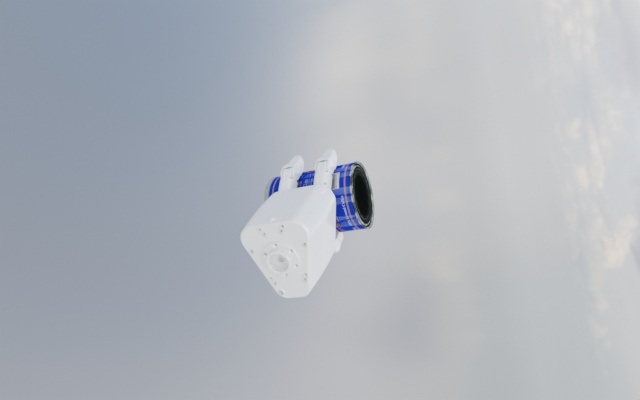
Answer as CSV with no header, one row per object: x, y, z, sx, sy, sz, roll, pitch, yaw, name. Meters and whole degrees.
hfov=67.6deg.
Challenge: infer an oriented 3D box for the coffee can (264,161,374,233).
0.000,0.002,0.731,0.140,0.103,0.103,-9,-4,22,coffee can
